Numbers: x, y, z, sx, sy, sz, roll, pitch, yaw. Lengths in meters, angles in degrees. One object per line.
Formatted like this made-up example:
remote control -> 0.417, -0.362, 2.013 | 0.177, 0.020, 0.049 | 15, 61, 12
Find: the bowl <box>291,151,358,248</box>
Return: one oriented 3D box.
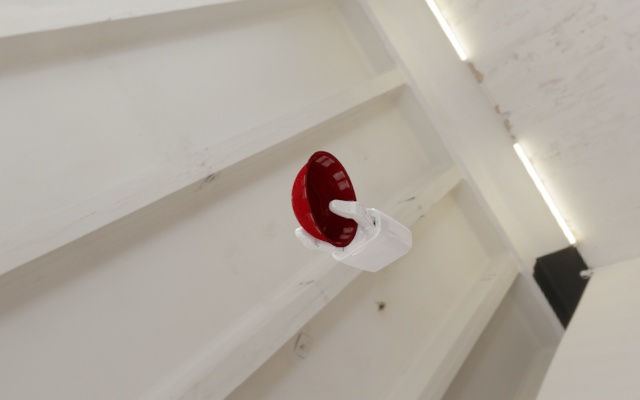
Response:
bowl -> -0.001, 0.002, 0.787 | 0.055, 0.162, 0.162 | -15, -8, 30
